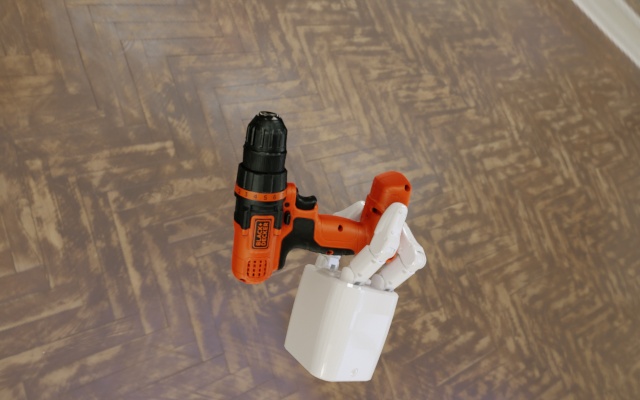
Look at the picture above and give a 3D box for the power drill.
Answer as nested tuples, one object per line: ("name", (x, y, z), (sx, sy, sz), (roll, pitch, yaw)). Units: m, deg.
("power drill", (0.000, 0.002, 0.515), (0.187, 0.184, 0.057), (2, 23, -19))
